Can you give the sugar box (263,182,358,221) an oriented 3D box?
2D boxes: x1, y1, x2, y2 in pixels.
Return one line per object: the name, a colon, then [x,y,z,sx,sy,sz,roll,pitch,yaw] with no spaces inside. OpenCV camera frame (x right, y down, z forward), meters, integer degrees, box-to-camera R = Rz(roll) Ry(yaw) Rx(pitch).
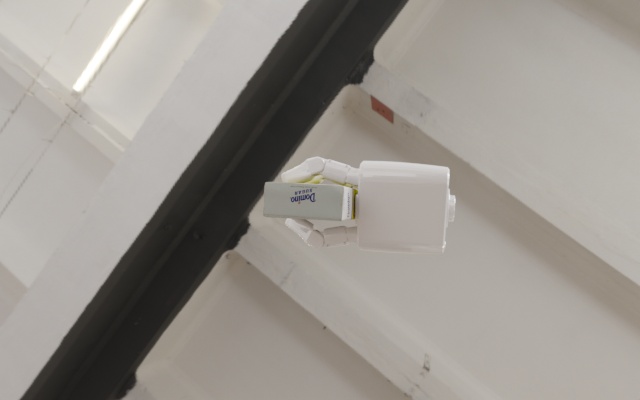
sugar box: [0.000,0.001,0.606,0.093,0.048,0.176,3,-3,13]
